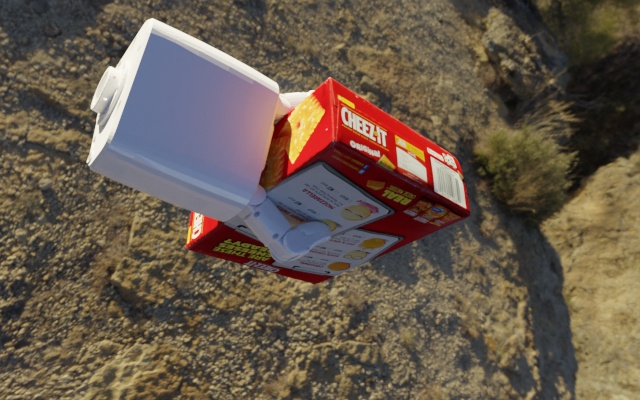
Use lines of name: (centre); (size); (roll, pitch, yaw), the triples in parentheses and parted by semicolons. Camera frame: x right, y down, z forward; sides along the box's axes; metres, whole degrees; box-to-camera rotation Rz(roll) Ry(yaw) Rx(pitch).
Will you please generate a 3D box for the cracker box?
cracker box: (0.000, 0.002, 0.447); (0.164, 0.072, 0.214); (23, -38, -34)
